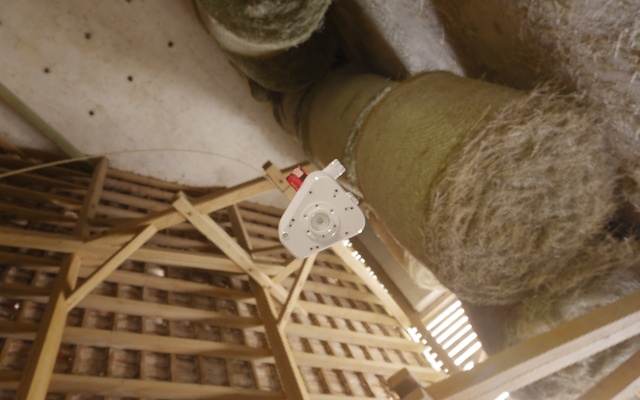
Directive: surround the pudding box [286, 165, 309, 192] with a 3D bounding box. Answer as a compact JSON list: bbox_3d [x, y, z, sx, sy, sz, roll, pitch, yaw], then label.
[{"bbox_3d":[0.000,0.003,0.790,0.113,0.039,0.090,49,0,-34],"label":"pudding box"}]
